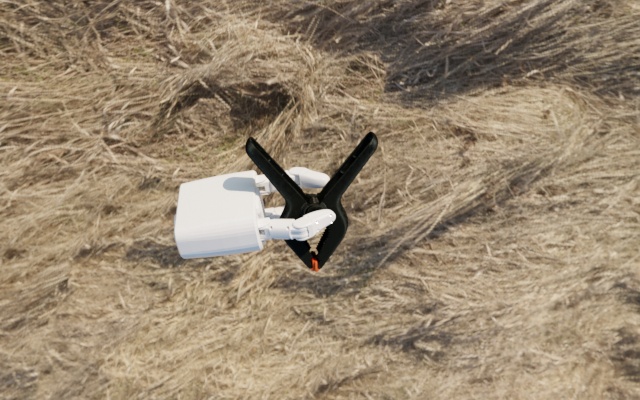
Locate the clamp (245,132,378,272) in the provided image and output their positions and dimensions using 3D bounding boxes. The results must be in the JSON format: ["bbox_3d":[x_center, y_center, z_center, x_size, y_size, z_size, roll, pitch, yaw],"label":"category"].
[{"bbox_3d":[0.000,0.003,0.635,0.164,0.210,0.036,-8,30,0],"label":"clamp"}]
